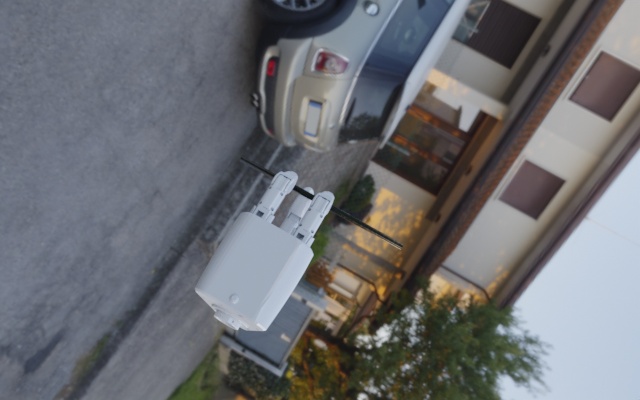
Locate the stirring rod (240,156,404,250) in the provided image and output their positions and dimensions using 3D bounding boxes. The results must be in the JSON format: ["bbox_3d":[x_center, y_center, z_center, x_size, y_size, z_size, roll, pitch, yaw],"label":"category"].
[{"bbox_3d":[0.000,0.002,0.624,0.239,0.011,0.011,29,2,4],"label":"stirring rod"}]
